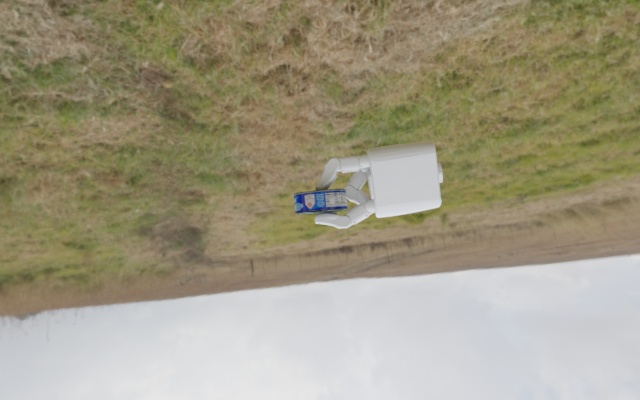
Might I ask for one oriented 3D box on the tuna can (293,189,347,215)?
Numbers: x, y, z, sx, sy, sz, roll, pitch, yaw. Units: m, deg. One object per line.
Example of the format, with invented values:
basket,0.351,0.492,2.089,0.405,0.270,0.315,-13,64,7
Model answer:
tuna can,0.000,0.003,0.767,0.086,0.034,0.086,-5,-3,0
